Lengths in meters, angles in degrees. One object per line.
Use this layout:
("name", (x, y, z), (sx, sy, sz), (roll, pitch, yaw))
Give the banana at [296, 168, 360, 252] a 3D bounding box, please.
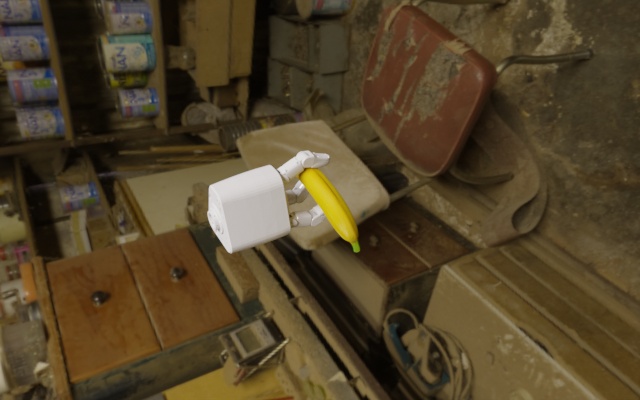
("banana", (0.005, -0.004, 0.779), (0.037, 0.197, 0.070), (-26, -21, -23))
